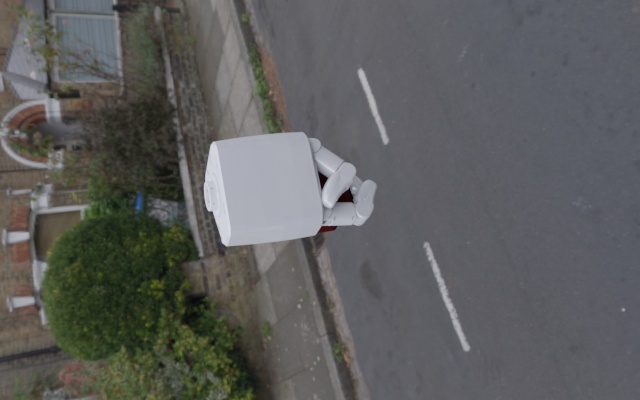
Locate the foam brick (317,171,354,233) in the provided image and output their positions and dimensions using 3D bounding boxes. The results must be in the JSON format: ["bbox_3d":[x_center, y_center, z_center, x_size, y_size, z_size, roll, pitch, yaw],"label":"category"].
[{"bbox_3d":[0.000,0.002,0.598,0.051,0.053,0.078,-8,-26,-23],"label":"foam brick"}]
